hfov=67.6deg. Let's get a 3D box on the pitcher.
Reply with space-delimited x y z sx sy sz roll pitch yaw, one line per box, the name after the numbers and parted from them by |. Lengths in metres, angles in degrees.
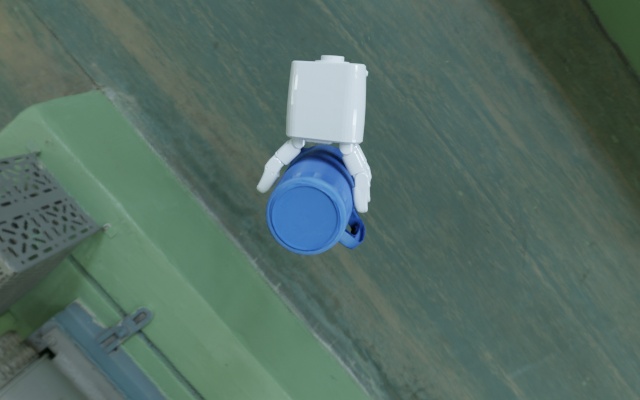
0.000 0.002 0.728 0.149 0.145 0.242 7 14 4 | pitcher
